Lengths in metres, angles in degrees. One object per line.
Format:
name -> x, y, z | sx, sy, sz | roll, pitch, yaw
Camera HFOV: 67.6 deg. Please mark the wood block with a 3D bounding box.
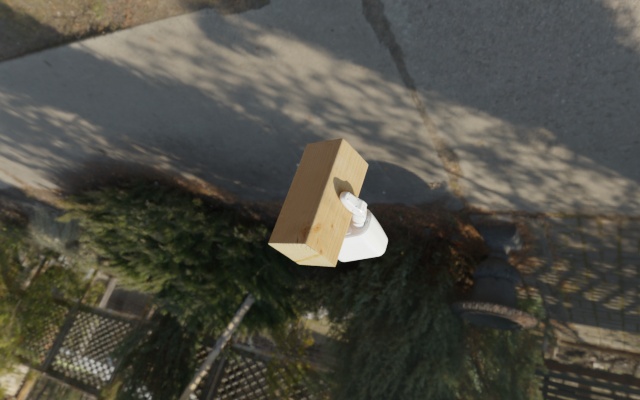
wood block -> 0.001, 0.003, 0.845 | 0.091, 0.206, 0.090 | -3, -32, 41
